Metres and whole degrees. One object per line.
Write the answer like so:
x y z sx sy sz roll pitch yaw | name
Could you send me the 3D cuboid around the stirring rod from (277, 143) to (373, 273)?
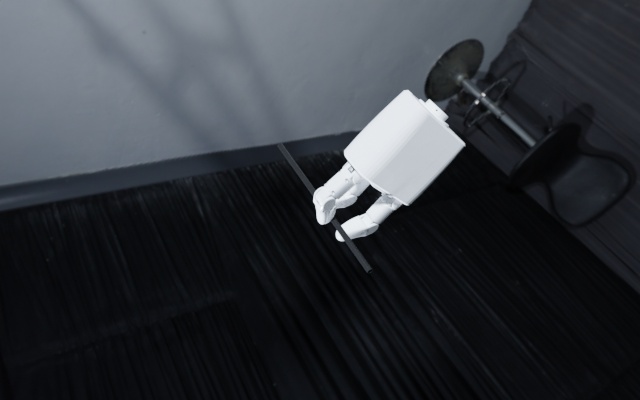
0.000 0.002 0.641 0.011 0.011 0.239 0 44 -44 | stirring rod
